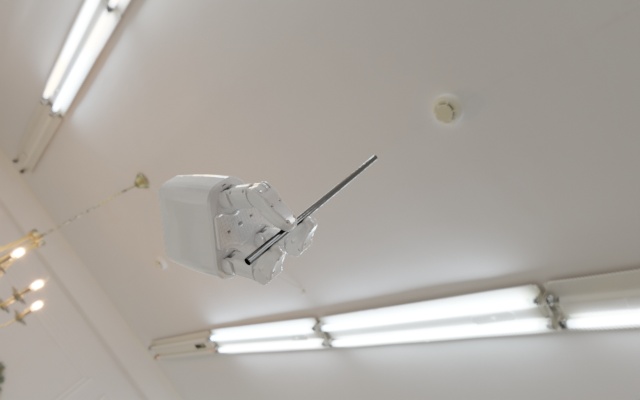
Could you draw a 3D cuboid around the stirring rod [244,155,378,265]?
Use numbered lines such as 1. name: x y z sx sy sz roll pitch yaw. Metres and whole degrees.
1. stirring rod: 0.000 0.002 0.536 0.011 0.011 0.239 0 28 42
